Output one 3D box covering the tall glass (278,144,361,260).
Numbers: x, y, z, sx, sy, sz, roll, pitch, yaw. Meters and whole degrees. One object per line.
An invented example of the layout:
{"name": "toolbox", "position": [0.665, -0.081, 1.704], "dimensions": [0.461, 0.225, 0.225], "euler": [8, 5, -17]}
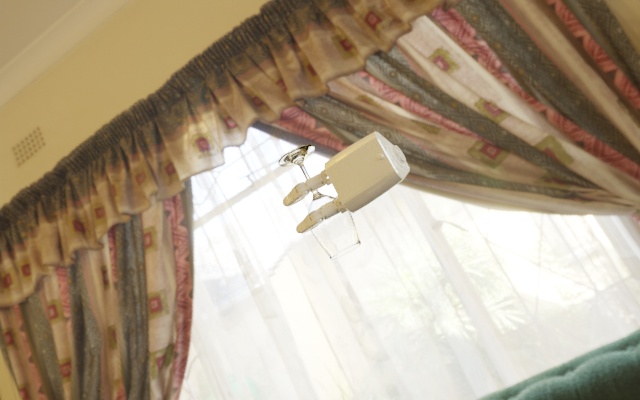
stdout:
{"name": "tall glass", "position": [0.000, 0.002, 0.852], "dimensions": [0.079, 0.201, 0.079], "euler": [-25, -14, -7]}
